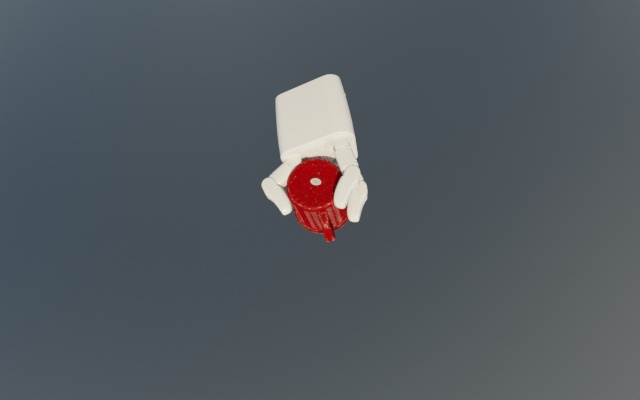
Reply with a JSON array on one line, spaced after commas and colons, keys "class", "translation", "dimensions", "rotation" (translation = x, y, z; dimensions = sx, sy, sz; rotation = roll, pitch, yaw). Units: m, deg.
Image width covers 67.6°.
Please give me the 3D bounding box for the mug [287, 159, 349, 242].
[{"class": "mug", "translation": [0.000, 0.003, 0.687], "dimensions": [0.093, 0.117, 0.081], "rotation": [-13, -24, 5]}]
